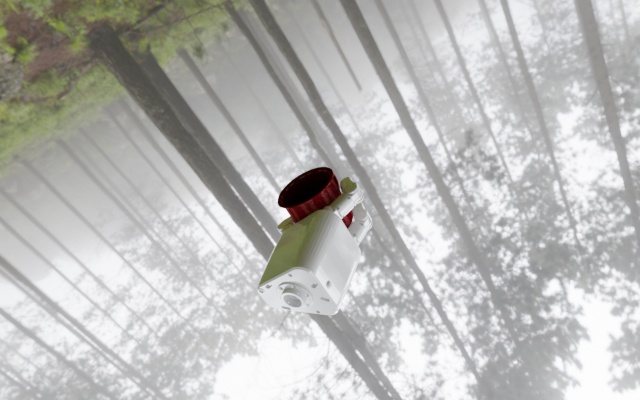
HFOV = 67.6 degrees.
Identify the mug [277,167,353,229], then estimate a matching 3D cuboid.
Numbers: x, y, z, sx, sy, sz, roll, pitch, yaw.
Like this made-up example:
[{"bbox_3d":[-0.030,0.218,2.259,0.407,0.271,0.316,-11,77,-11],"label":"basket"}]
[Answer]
[{"bbox_3d":[0.001,0.002,0.717,0.093,0.081,0.117,-13,33,33],"label":"mug"}]
